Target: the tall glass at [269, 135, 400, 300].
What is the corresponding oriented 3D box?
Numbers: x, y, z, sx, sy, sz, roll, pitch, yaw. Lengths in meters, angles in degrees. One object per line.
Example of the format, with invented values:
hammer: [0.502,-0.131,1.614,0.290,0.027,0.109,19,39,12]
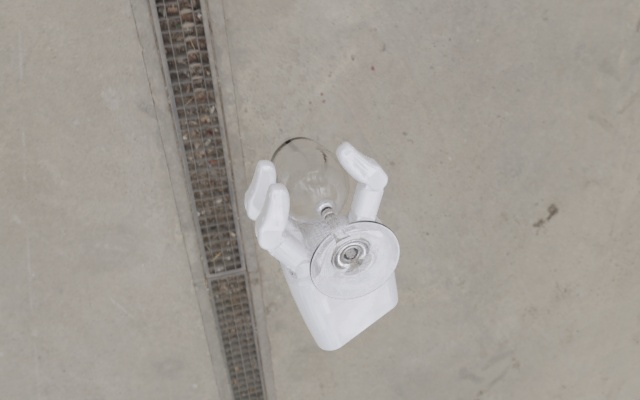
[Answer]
tall glass: [0.000,0.002,0.453,0.079,0.079,0.201,0,28,-18]
